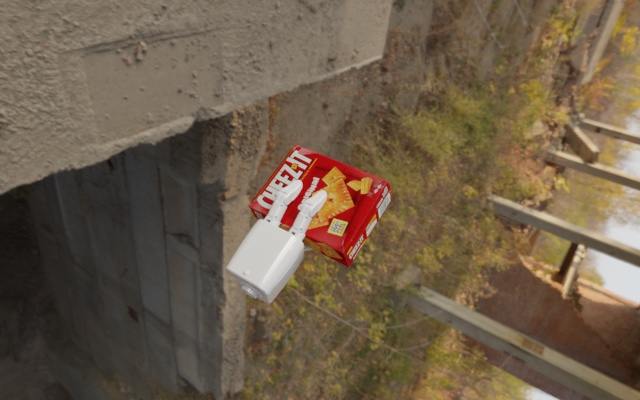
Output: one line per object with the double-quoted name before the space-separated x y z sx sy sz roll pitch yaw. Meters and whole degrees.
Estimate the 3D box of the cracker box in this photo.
"cracker box" 0.000 0.003 0.890 0.213 0.164 0.072 24 -24 25
